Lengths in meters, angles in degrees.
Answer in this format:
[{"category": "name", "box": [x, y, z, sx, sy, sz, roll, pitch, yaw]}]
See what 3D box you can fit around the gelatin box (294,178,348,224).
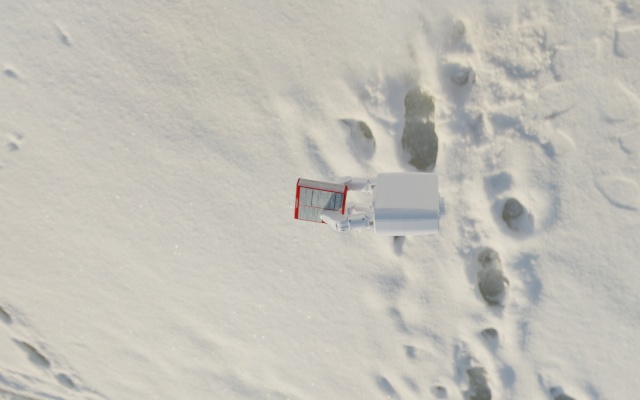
[{"category": "gelatin box", "box": [0.000, 0.003, 0.843, 0.089, 0.073, 0.030, 8, 36, 4]}]
